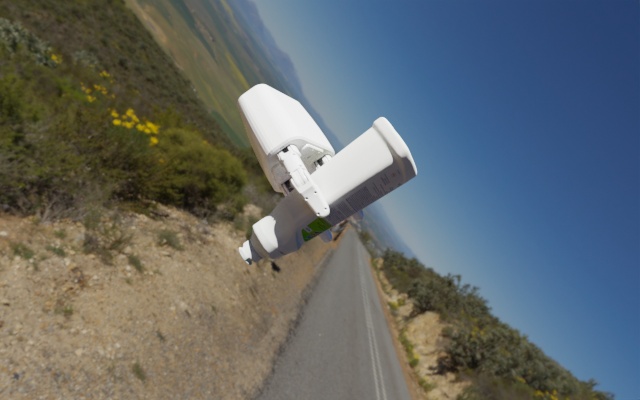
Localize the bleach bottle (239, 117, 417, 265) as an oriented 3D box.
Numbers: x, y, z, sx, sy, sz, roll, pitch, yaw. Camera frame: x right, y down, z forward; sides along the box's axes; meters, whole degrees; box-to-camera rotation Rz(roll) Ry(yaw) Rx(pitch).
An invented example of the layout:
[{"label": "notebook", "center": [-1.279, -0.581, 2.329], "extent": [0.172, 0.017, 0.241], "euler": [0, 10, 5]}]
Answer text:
[{"label": "bleach bottle", "center": [0.000, 0.002, 0.617], "extent": [0.251, 0.068, 0.103], "euler": [-34, -27, 6]}]
